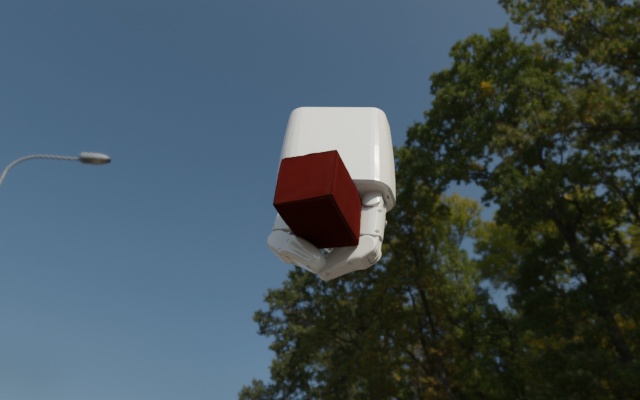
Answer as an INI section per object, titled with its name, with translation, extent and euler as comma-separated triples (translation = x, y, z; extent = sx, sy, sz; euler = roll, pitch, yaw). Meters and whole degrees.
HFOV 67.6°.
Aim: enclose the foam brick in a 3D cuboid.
[foam brick]
translation = 0.000, 0.001, 0.418
extent = 0.053, 0.051, 0.078
euler = -7, -37, 20
